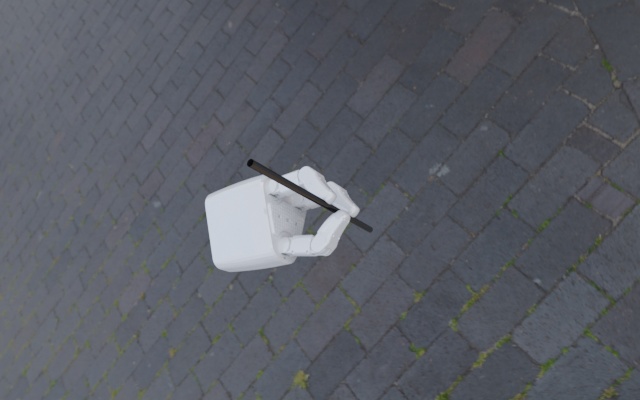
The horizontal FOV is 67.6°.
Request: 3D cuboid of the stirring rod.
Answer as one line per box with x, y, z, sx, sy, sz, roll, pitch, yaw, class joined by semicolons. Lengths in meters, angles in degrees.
0.000;0.002;0.541;0.011;0.011;0.239;0;-18;35;stirring rod
